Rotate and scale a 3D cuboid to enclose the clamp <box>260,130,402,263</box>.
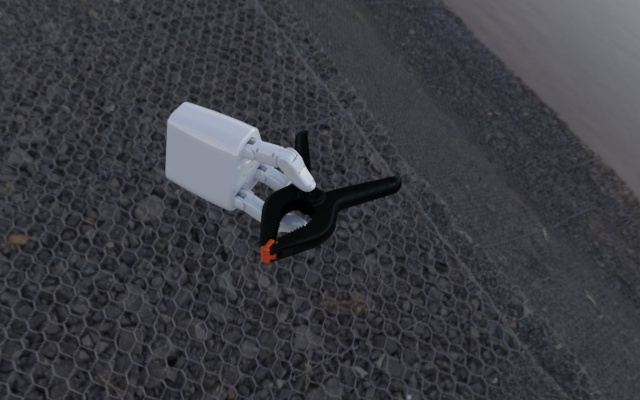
[{"bbox_3d":[0.000,0.002,0.606,0.164,0.210,0.036,22,-38,14],"label":"clamp"}]
